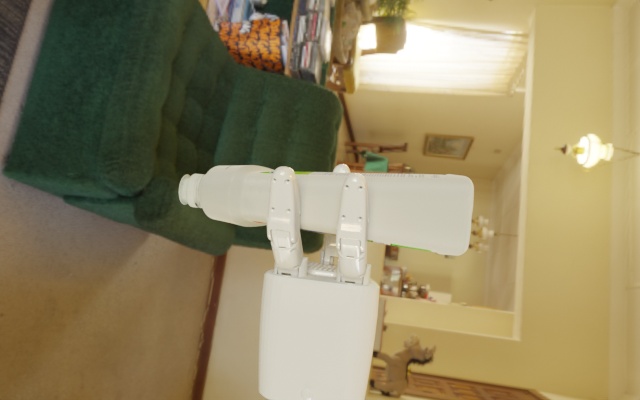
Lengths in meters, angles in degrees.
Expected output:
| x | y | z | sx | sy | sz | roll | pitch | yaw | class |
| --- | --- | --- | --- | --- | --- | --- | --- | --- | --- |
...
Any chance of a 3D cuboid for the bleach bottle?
| x | y | z | sx | sy | sz | roll | pitch | yaw | class |
| --- | --- | --- | --- | --- | --- | --- | --- | --- | --- |
| 0.000 | 0.001 | 0.426 | 0.251 | 0.068 | 0.102 | 5 | 1 | 10 | bleach bottle |
